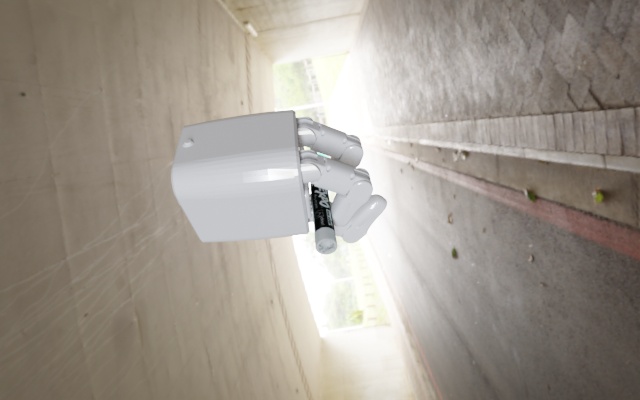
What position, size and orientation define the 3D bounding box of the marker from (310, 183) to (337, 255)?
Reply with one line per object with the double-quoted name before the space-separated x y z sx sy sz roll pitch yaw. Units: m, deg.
"marker" 0.000 0.001 0.447 0.020 0.020 0.121 0 39 -6
